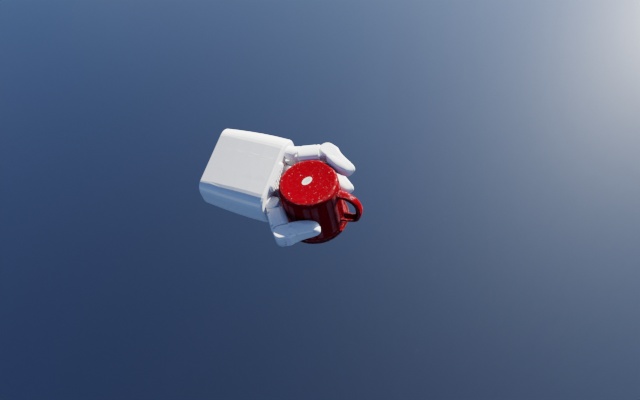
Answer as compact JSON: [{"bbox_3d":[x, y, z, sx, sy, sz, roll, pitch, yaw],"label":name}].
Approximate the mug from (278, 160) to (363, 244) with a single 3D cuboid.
[{"bbox_3d":[0.001,0.002,0.650,0.117,0.093,0.082,14,-33,20],"label":"mug"}]
